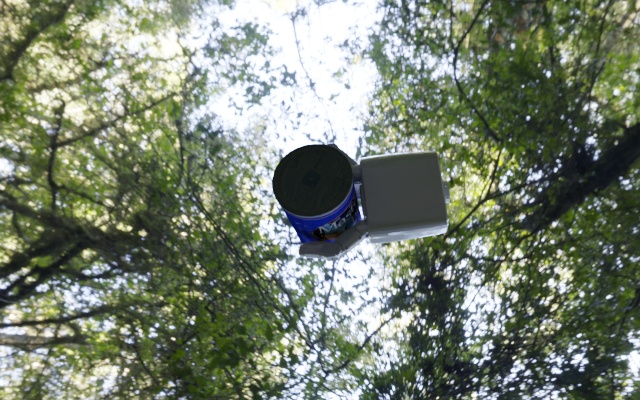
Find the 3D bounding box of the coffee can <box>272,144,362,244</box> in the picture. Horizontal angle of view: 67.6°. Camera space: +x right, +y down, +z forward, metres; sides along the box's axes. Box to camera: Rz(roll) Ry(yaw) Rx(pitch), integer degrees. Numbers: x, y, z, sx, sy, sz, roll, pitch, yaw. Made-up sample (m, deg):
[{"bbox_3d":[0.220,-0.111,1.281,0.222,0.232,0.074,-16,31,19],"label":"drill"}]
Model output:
[{"bbox_3d":[0.000,0.002,0.654,0.103,0.102,0.140,0,-25,10],"label":"coffee can"}]
